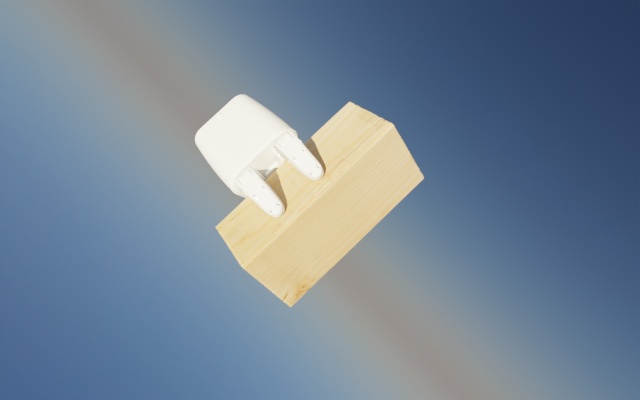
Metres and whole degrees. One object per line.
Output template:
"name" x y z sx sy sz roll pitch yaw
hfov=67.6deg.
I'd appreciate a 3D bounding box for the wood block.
"wood block" 0.000 0.002 0.530 0.091 0.206 0.090 50 -5 -40
